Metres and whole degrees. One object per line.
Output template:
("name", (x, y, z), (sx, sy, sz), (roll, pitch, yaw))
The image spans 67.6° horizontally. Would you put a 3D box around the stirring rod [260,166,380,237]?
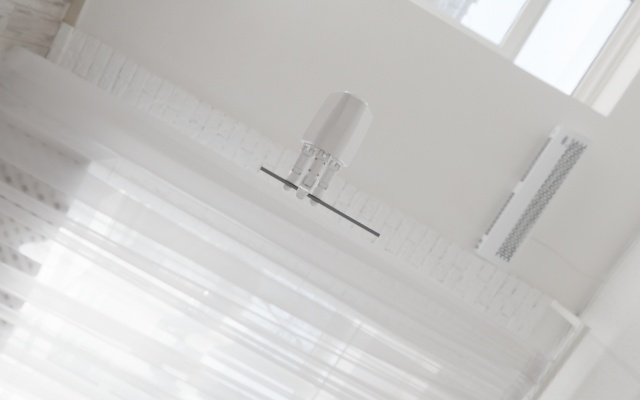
("stirring rod", (0.000, 0.003, 0.840), (0.239, 0.011, 0.011), (30, -2, -3))
